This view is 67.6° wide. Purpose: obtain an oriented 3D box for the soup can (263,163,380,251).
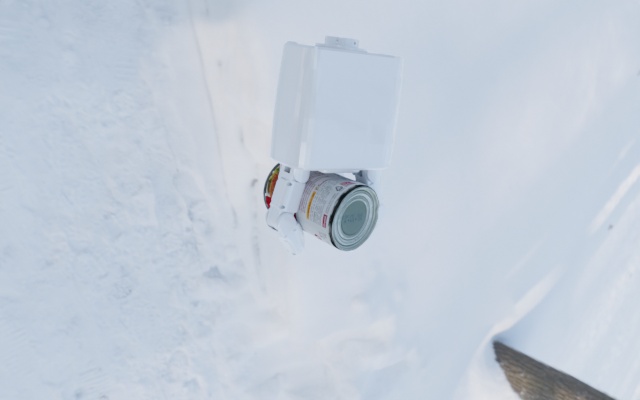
[{"bbox_3d":[0.000,0.002,0.478,0.068,0.068,0.102,0,18,-45],"label":"soup can"}]
